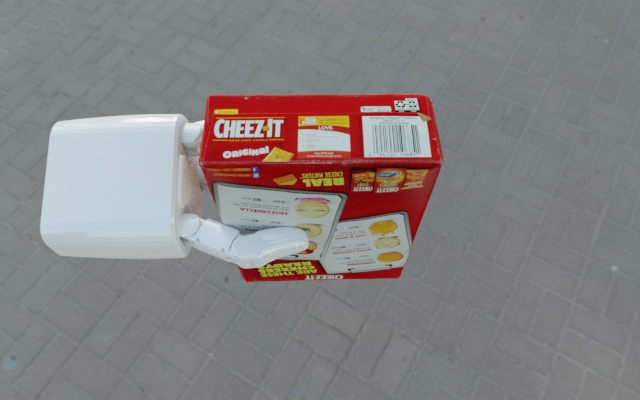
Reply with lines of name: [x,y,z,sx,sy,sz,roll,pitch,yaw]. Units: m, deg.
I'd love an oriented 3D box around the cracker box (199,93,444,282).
cracker box: [0.000,0.001,0.418,0.164,0.072,0.214,-1,-30,0]
